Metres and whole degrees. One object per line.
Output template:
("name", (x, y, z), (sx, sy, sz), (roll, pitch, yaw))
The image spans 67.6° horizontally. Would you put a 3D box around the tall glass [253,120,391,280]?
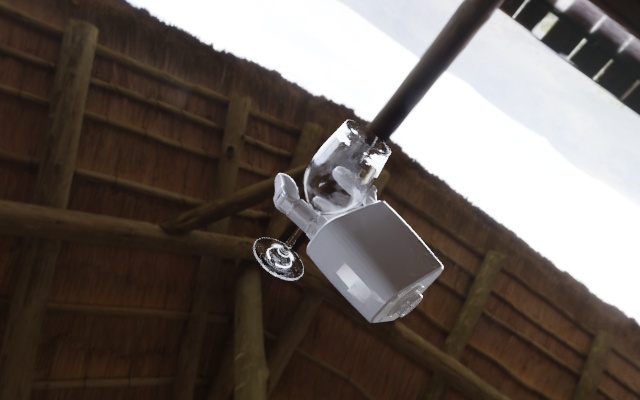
("tall glass", (0.000, 0.002, 0.575), (0.079, 0.201, 0.079), (29, 25, -15))
